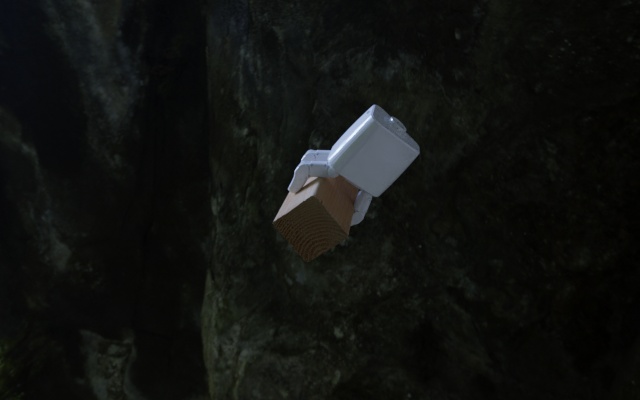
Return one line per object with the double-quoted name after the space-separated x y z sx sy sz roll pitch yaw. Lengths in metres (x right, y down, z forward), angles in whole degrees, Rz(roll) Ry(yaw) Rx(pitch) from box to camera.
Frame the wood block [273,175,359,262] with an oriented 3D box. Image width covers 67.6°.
0.001 0.003 0.835 0.090 0.091 0.206 -34 15 23 "wood block"
